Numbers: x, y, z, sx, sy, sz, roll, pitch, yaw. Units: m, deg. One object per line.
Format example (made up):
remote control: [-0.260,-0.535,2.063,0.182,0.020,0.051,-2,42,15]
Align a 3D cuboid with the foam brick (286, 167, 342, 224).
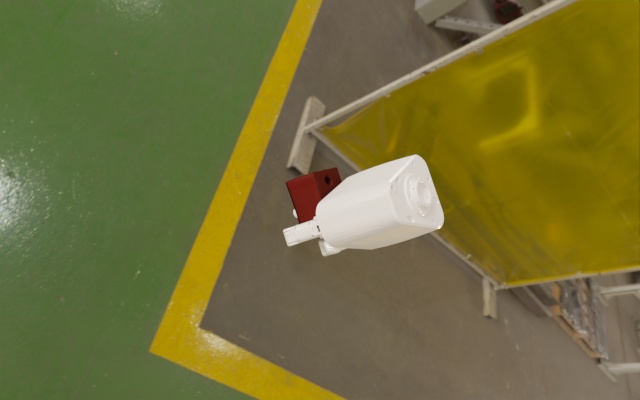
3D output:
foam brick: [0.000,0.002,0.620,0.051,0.078,0.053,-20,-3,41]
